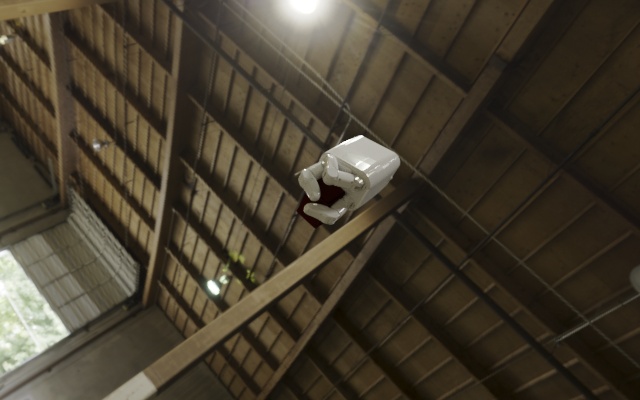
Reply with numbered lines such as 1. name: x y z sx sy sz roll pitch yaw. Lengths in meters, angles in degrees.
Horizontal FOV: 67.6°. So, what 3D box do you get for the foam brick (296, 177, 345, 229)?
1. foam brick: 0.000 0.003 0.876 0.051 0.053 0.078 -34 -19 -39
